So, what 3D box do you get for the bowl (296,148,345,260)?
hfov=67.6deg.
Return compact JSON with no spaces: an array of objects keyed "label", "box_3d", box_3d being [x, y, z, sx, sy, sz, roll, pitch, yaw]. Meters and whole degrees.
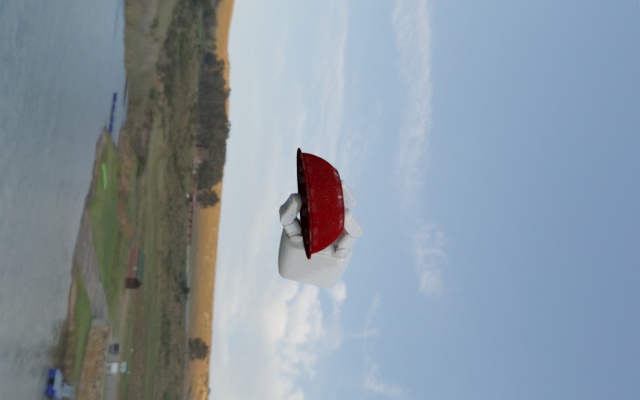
[{"label":"bowl","box_3d":[0.001,0.002,0.687,0.055,0.162,0.162,-5,0,-6]}]
